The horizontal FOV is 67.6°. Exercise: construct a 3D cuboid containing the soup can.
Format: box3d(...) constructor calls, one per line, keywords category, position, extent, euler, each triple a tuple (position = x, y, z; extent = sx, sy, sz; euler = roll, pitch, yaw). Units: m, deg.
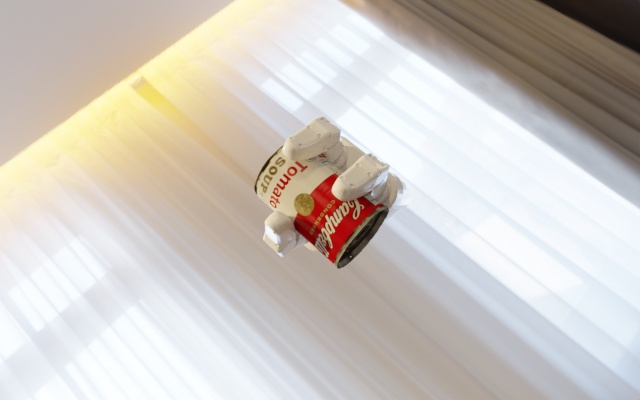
box3d(category="soup can", position=(0.000, 0.001, 0.422), extent=(0.102, 0.068, 0.068), euler=(40, 14, 17))
